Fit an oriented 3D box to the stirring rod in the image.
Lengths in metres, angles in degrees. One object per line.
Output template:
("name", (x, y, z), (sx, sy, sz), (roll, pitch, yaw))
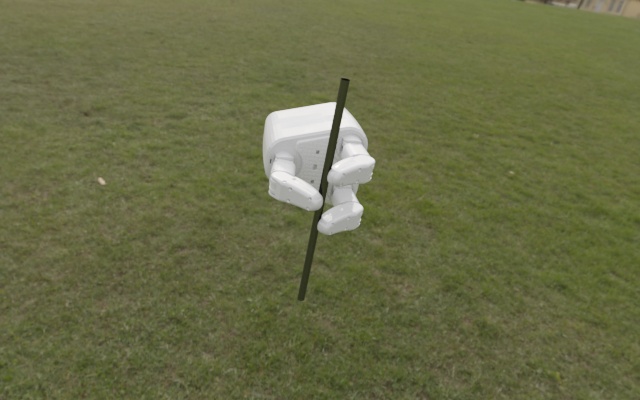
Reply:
("stirring rod", (0.000, 0.002, 0.463), (0.011, 0.240, 0.011), (9, 27, -5))
